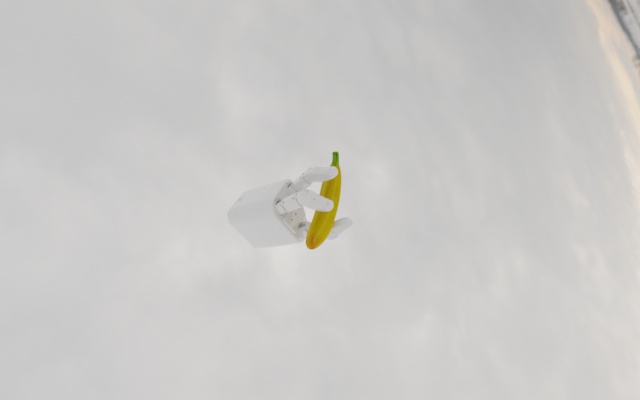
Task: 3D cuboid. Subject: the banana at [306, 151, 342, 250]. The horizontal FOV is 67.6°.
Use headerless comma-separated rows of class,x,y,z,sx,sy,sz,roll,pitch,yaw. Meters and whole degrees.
banana,0.006,0.010,0.837,0.037,0.197,0.070,0,-34,21
